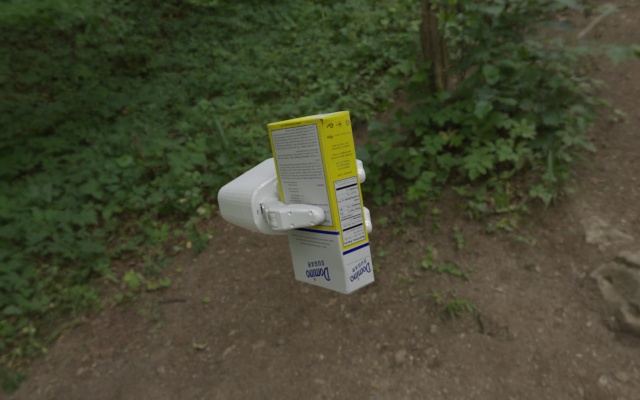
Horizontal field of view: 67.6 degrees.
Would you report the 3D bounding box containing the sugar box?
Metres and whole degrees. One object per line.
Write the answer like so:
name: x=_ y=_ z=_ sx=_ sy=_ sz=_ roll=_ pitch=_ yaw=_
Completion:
sugar box: x=0.000 y=0.001 z=0.497 sx=0.048 sy=0.176 sz=0.093 roll=-20 pitch=15 yaw=-36
